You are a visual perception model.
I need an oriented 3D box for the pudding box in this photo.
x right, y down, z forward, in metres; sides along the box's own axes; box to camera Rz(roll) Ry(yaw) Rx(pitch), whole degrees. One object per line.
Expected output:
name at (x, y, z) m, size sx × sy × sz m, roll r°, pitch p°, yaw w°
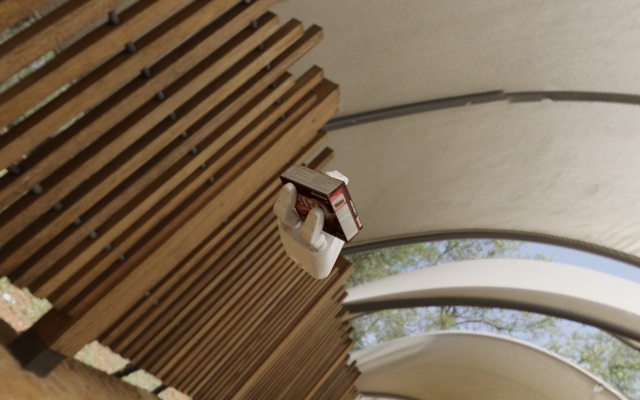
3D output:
pudding box at (0.000, 0.002, 0.680) m, size 0.039 × 0.090 × 0.113 m, roll -44°, pitch 40°, yaw -23°
